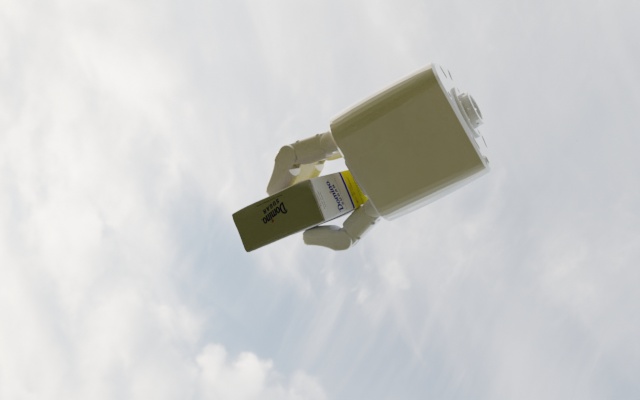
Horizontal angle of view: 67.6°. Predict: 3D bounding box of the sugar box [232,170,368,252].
[{"bbox_3d":[0.000,0.001,0.493,0.093,0.048,0.176,-23,-5,28],"label":"sugar box"}]
